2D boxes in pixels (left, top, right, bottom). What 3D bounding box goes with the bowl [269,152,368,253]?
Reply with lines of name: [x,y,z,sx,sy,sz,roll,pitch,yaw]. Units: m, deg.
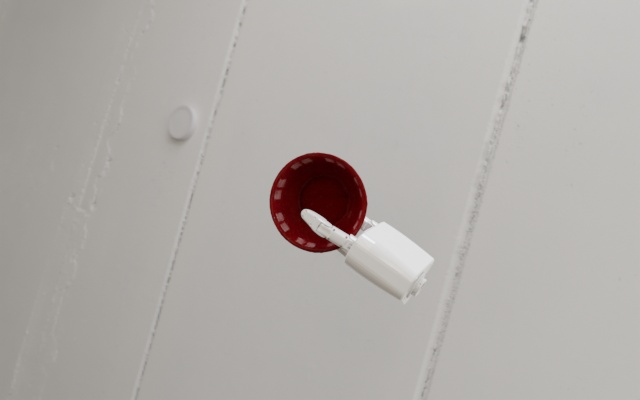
bowl: [-0.001,0.002,0.790,0.162,0.162,0.055,0,4,12]
